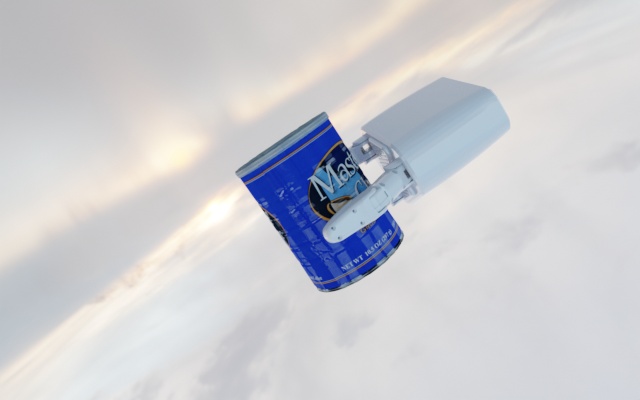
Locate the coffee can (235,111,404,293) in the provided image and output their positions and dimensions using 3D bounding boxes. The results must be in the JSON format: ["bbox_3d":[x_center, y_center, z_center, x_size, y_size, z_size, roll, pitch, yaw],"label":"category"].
[{"bbox_3d":[0.000,0.001,0.460,0.103,0.140,0.102,-33,10,7],"label":"coffee can"}]
